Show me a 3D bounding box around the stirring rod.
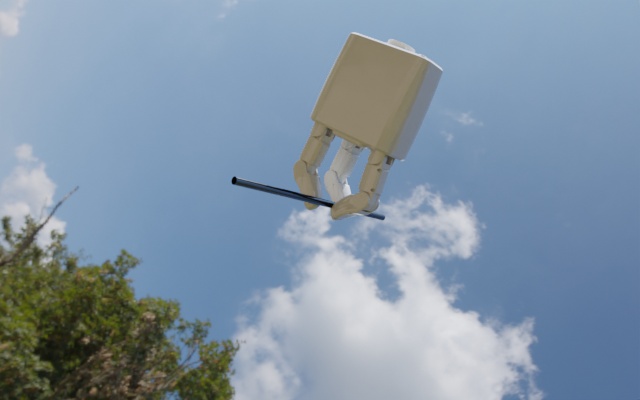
[{"bbox_3d":[0.000,0.002,0.531,0.011,0.011,0.239,0,-10,43],"label":"stirring rod"}]
